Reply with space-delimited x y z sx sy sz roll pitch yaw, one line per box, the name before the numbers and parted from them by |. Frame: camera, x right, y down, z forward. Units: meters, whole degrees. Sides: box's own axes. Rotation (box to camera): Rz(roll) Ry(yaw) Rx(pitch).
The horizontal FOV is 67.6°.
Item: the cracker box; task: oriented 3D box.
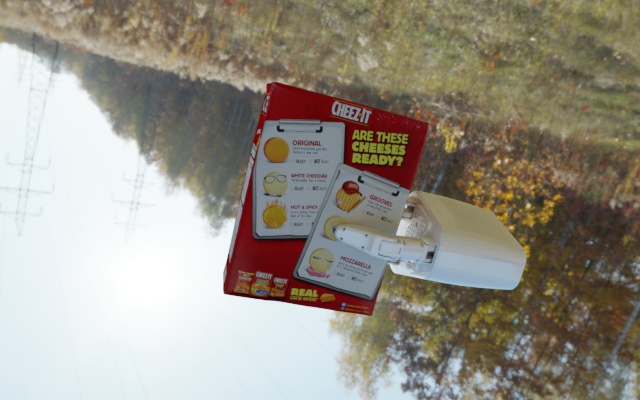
cracker box | 0.000 0.002 0.500 0.164 0.214 0.072 12 11 -16
